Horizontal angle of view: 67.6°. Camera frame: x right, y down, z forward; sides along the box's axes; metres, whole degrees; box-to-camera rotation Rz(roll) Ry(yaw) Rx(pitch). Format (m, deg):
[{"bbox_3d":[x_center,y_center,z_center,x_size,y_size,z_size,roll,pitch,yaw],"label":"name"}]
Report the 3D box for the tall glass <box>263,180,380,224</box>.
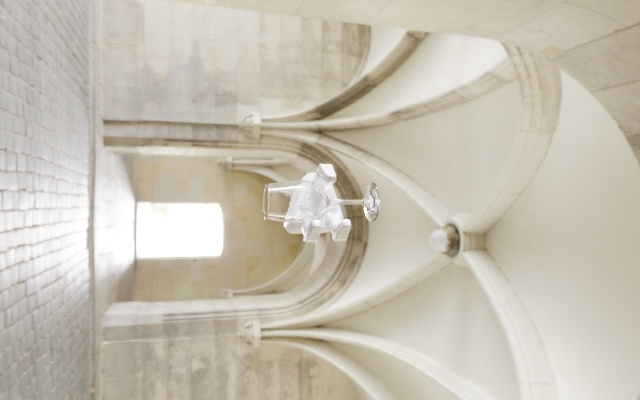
[{"bbox_3d":[0.001,0.003,0.858,0.201,0.079,0.079,0,0,-16],"label":"tall glass"}]
